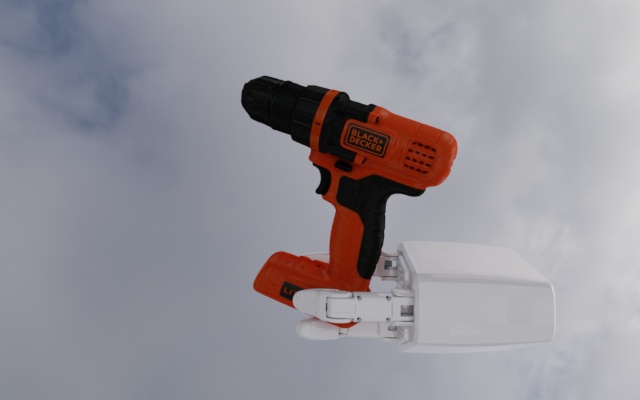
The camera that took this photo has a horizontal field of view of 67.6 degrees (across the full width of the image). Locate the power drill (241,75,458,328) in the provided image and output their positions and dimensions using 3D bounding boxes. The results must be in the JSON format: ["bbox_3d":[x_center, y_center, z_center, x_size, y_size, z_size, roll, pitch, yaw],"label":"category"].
[{"bbox_3d":[0.000,0.002,0.409,0.184,0.188,0.057,21,20,14],"label":"power drill"}]
